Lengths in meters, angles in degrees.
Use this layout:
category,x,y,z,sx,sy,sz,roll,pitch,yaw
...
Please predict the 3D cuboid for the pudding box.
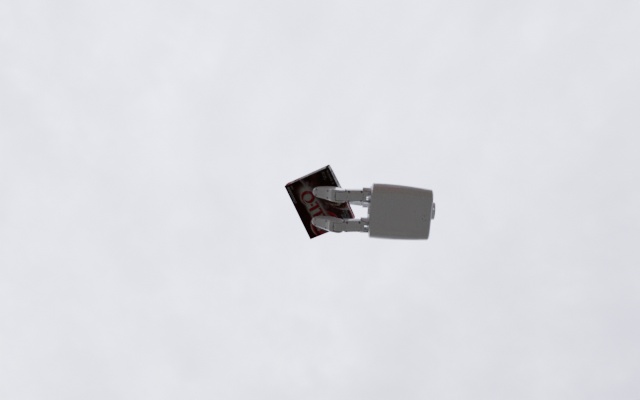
category,x,y,z,sx,sy,sz,roll,pitch,yaw
pudding box,0.000,0.003,0.866,0.090,0.113,0.039,-23,9,13
